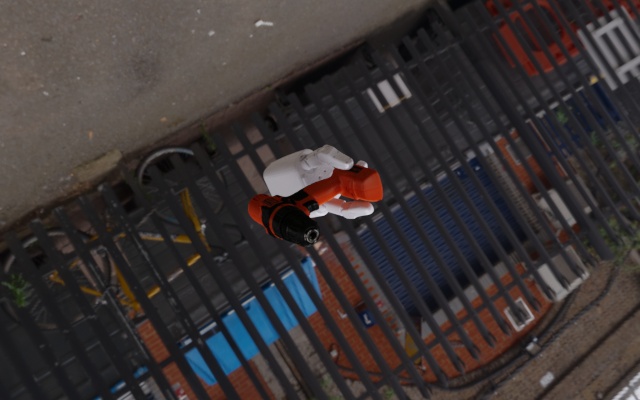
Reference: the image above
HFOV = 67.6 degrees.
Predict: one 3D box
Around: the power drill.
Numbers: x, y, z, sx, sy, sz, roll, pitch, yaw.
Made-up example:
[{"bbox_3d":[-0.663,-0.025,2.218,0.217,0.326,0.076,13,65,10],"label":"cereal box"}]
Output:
[{"bbox_3d":[0.000,0.002,0.731,0.187,0.057,0.184,-22,24,-25],"label":"power drill"}]
